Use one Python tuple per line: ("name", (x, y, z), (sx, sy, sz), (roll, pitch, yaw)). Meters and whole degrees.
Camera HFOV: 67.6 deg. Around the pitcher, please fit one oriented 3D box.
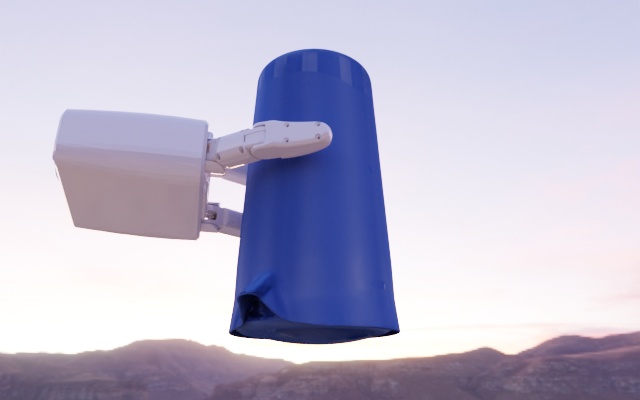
("pitcher", (0.000, 0.001, 0.421), (0.145, 0.242, 0.149), (4, -21, -10))
